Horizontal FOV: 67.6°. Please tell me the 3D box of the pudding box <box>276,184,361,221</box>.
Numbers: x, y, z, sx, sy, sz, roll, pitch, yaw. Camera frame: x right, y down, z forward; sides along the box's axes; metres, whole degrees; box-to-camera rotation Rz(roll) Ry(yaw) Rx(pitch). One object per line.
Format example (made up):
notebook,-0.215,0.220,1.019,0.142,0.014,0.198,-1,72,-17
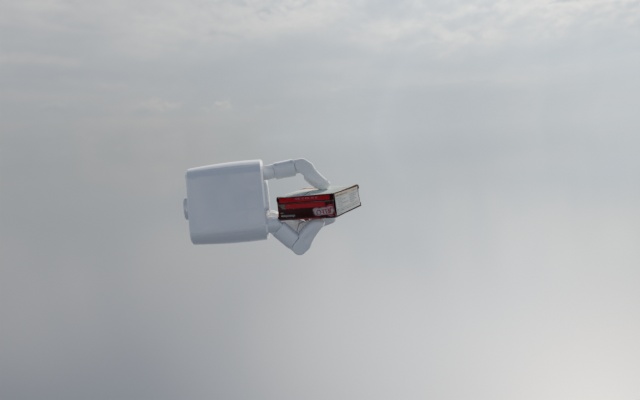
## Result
pudding box,0.000,0.002,0.700,0.090,0.039,0.113,-3,9,23
